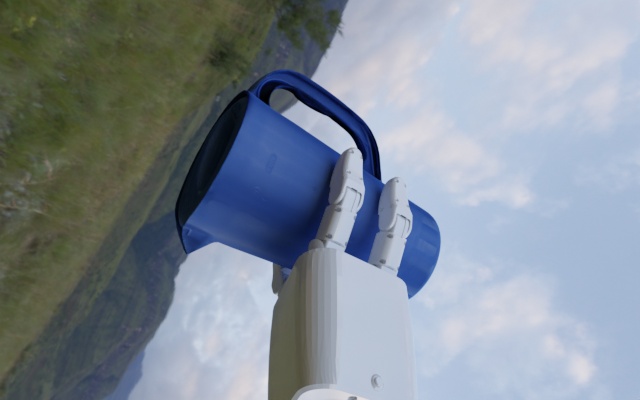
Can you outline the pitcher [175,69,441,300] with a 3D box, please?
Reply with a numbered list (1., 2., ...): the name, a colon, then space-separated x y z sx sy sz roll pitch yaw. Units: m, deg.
1. pitcher: 0.000 0.002 0.460 0.243 0.145 0.149 27 -52 -24
